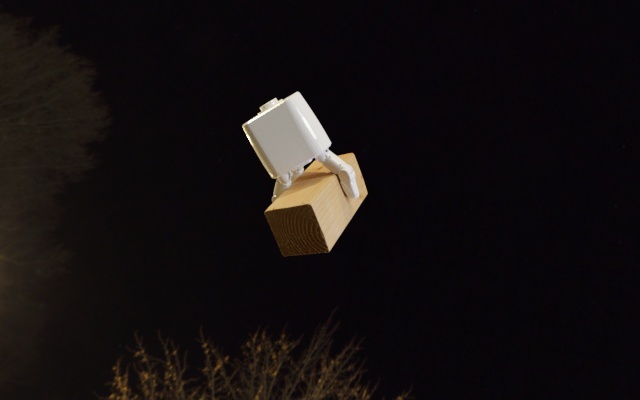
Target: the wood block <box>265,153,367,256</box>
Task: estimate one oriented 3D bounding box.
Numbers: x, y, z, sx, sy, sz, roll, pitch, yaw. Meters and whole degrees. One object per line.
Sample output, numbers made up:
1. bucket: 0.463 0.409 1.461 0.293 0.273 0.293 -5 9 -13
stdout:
1. wood block: 0.000 0.002 0.837 0.091 0.090 0.206 -9 23 29
